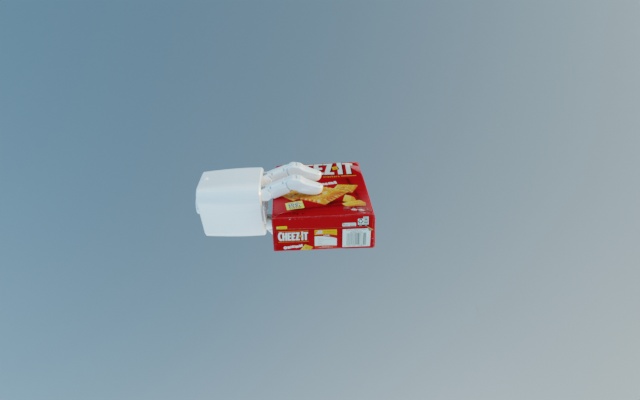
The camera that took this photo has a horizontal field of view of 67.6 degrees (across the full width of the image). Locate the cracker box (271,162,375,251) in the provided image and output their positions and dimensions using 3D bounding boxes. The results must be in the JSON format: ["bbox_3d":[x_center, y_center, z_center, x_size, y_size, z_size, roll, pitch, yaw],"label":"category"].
[{"bbox_3d":[0.000,0.003,0.838,0.164,0.072,0.213,-2,28,-2],"label":"cracker box"}]
